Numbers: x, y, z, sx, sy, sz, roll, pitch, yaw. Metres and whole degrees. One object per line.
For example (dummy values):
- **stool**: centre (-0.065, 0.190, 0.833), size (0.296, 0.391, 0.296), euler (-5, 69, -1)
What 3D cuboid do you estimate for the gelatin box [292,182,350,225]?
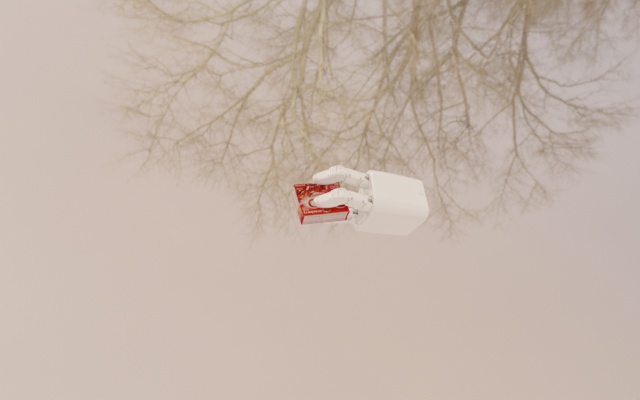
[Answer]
- **gelatin box**: centre (0.000, 0.003, 0.856), size (0.089, 0.073, 0.030), euler (-5, -38, -17)
